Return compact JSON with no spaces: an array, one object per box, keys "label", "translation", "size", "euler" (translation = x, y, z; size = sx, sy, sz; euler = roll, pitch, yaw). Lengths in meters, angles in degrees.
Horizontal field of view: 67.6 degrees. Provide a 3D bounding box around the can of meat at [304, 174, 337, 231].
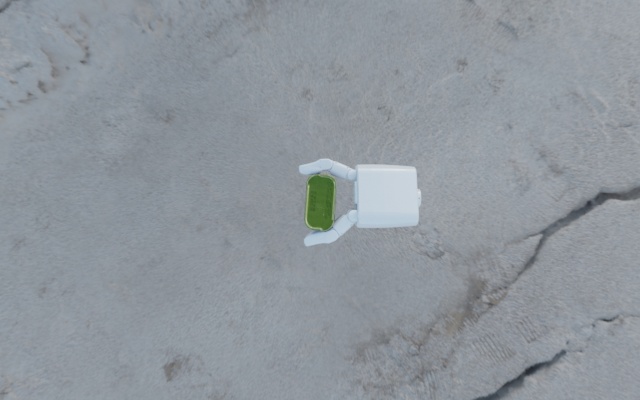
[{"label":"can of meat","translation":[0.000,0.003,0.848],"size":[0.057,0.102,0.084],"euler":[4,2,0]}]
